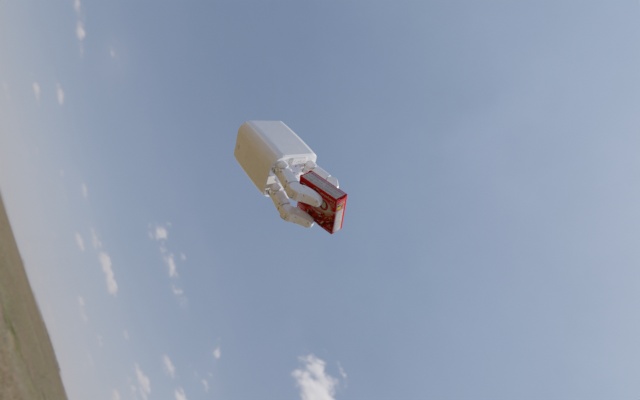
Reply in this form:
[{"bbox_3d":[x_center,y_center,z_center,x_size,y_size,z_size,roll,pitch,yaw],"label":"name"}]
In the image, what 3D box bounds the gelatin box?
[{"bbox_3d":[0.001,0.003,0.800,0.089,0.073,0.030,35,44,31],"label":"gelatin box"}]
